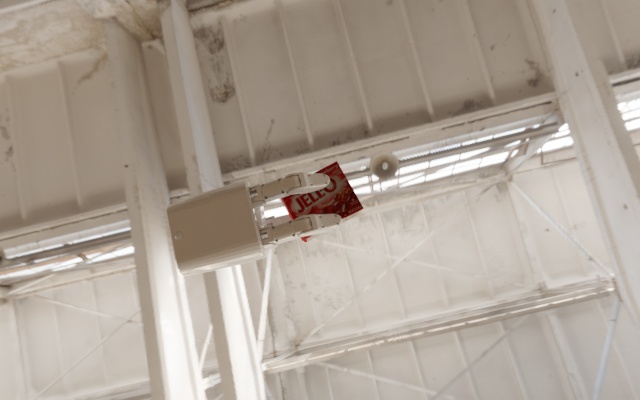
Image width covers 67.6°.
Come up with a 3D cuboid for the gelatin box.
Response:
[{"bbox_3d":[0.000,0.002,0.622,0.089,0.073,0.030,-27,-13,-8],"label":"gelatin box"}]
